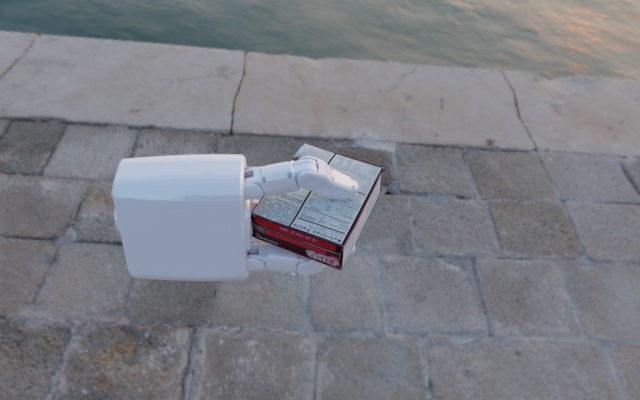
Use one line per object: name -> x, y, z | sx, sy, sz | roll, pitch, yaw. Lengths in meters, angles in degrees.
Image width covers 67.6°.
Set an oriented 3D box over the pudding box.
pudding box -> 0.000, 0.001, 0.448 | 0.090, 0.113, 0.039 | 20, -40, 14
